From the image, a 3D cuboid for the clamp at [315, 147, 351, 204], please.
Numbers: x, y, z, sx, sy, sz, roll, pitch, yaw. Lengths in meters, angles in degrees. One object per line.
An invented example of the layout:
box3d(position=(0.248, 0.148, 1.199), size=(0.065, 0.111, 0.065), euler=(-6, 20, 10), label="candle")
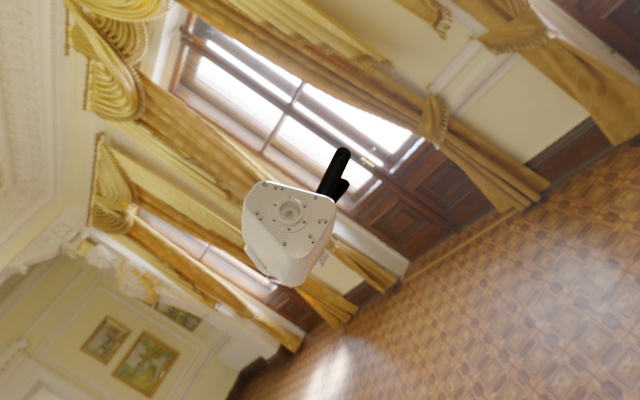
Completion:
box3d(position=(-0.001, 0.002, 0.710), size=(0.039, 0.171, 0.120), euler=(23, -28, 18), label="clamp")
